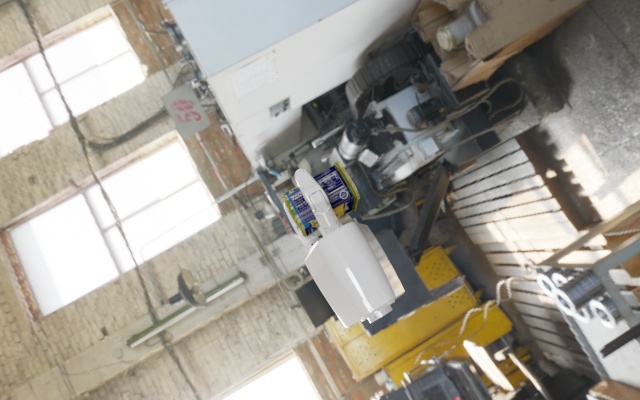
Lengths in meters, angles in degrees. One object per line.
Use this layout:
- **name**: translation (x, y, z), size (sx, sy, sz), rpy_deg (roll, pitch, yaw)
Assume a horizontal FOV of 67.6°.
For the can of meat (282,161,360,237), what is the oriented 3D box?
- **can of meat**: translation (0.000, 0.002, 0.626), size (0.084, 0.057, 0.102), rpy_deg (-30, -12, -5)
